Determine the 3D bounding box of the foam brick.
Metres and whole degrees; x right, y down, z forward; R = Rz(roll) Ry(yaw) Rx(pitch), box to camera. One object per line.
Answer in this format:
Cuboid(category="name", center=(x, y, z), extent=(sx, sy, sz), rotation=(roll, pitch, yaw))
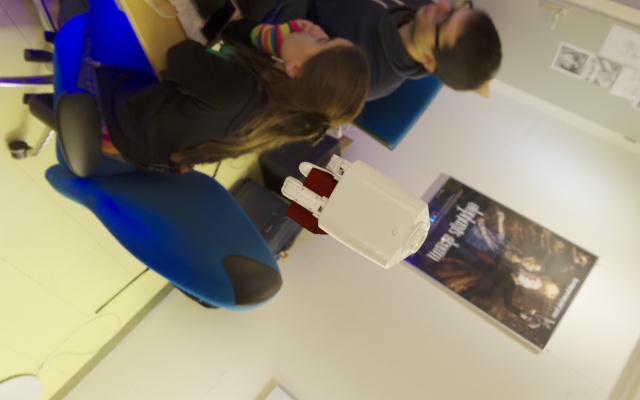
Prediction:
Cuboid(category="foam brick", center=(0.000, 0.002, 0.649), extent=(0.051, 0.078, 0.053), rotation=(34, 9, 23))
